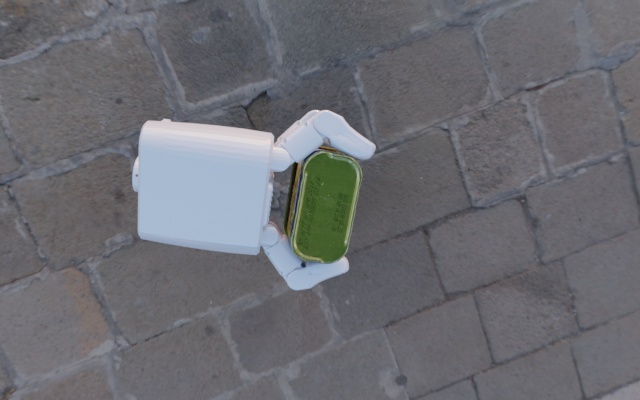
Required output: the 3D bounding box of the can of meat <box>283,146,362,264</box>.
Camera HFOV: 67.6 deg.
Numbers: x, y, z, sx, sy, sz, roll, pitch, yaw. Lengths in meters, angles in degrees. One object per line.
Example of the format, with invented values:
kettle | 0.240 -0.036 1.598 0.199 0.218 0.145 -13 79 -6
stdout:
can of meat | 0.000 0.002 0.445 0.057 0.102 0.084 9 7 -8
